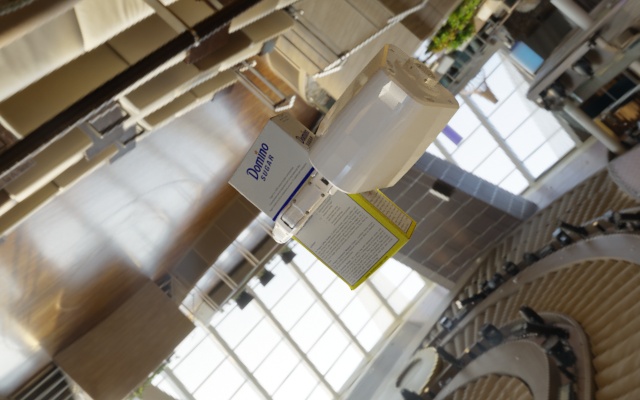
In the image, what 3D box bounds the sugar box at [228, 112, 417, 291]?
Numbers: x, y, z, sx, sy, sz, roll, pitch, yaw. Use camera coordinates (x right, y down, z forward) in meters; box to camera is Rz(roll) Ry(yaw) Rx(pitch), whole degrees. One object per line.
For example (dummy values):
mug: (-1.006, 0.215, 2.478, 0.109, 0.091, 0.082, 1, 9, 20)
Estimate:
sugar box: (0.000, 0.001, 0.488, 0.093, 0.176, 0.048, -50, -5, 31)
